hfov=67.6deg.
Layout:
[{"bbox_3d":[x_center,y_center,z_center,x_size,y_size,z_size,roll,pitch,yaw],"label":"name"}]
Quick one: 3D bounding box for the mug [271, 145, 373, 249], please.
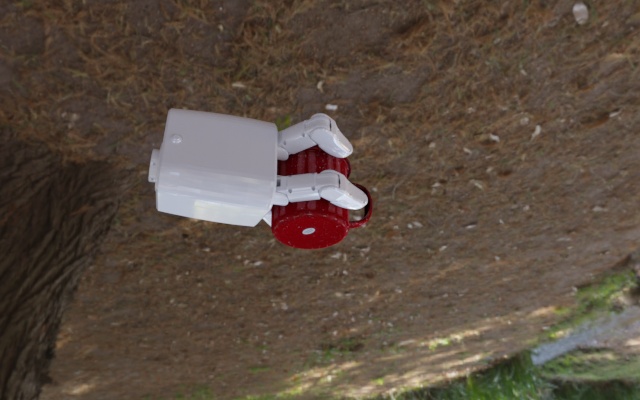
[{"bbox_3d":[0.001,0.002,0.515,0.117,0.081,0.093,8,-33,-15],"label":"mug"}]
